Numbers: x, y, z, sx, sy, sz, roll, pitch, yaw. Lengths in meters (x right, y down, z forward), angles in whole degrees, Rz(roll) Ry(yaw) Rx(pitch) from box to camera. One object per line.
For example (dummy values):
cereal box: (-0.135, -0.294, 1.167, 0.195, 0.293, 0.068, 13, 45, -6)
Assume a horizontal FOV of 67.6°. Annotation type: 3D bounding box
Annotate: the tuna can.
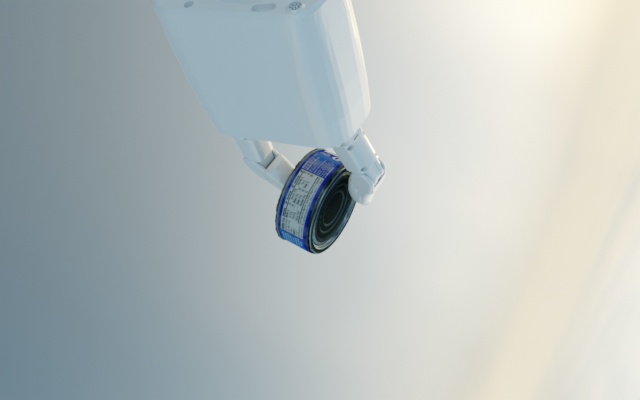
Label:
tuna can: (0.001, 0.002, 0.404, 0.033, 0.086, 0.086, 25, 10, 22)
